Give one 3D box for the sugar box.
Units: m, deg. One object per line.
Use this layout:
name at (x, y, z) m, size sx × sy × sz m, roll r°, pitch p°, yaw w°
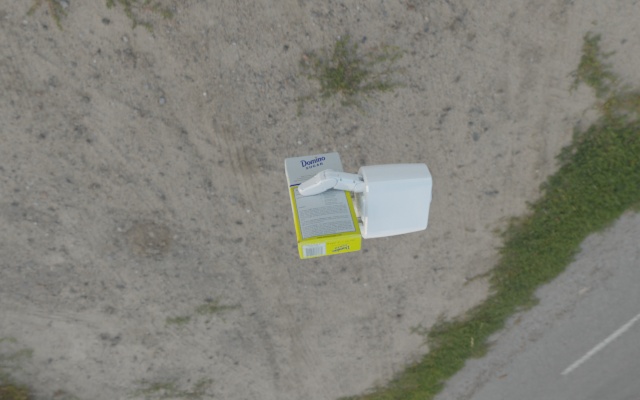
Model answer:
sugar box at (0.000, 0.003, 0.745) m, size 0.093 × 0.176 × 0.048 m, roll -7°, pitch -43°, yaw -5°
